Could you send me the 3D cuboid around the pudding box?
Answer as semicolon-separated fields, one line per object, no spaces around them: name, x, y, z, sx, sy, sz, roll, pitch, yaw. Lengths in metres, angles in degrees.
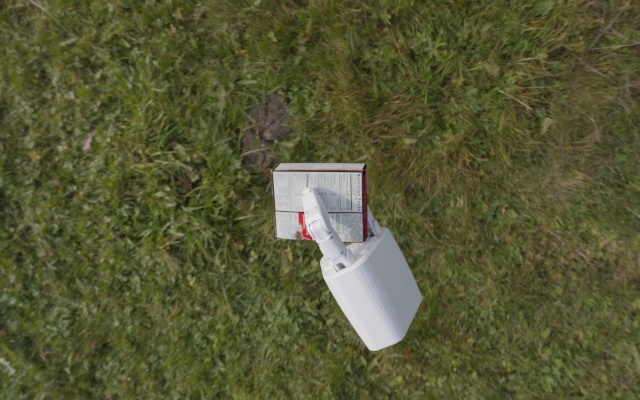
pudding box;0.000;0.002;0.570;0.113;0.090;0.039;1;17;10
